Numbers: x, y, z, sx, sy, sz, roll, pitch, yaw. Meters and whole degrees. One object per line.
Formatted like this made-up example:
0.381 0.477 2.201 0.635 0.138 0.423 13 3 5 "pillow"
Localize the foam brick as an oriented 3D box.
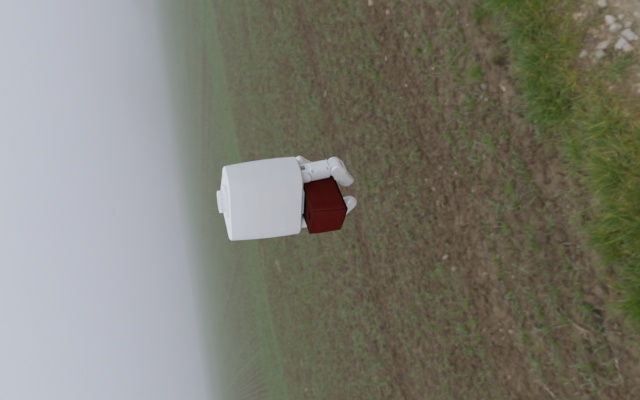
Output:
0.000 0.002 0.704 0.051 0.078 0.053 -7 -40 -18 "foam brick"
